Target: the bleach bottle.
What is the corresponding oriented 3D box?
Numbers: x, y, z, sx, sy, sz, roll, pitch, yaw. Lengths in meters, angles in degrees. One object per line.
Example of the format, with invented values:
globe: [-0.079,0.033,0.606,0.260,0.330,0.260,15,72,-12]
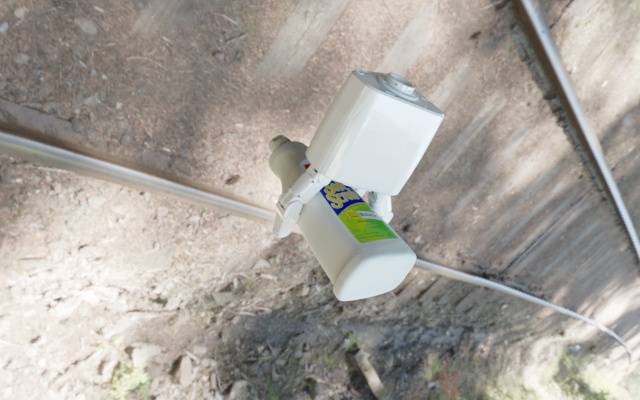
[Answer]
bleach bottle: [0.000,0.002,0.572,0.102,0.068,0.250,0,40,-42]
